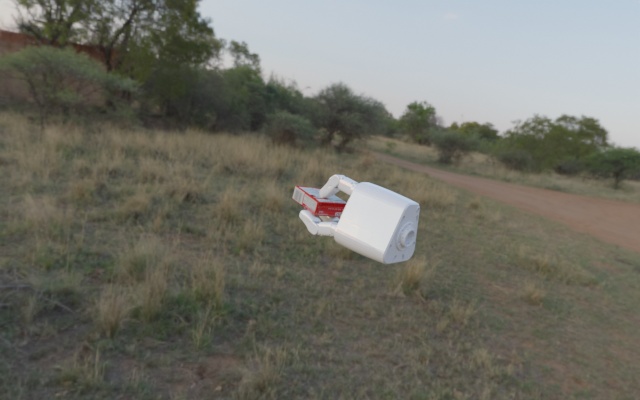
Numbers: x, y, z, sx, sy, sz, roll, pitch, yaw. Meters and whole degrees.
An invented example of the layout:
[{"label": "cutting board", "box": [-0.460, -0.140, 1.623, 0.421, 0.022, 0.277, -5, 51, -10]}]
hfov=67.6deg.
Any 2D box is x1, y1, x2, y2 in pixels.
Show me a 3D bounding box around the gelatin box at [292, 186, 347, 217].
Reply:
[{"label": "gelatin box", "box": [0.000, 0.002, 0.900, 0.073, 0.030, 0.089, 5, 18, -36]}]
